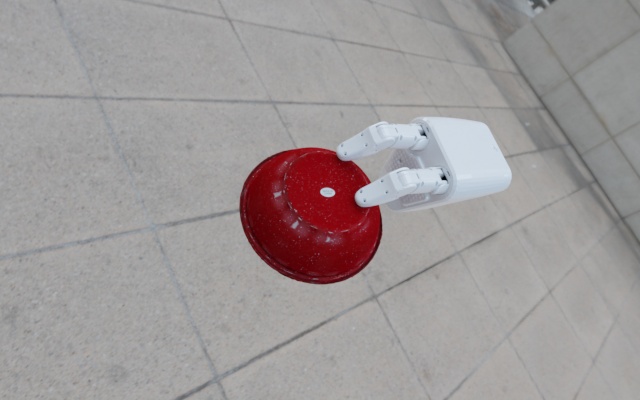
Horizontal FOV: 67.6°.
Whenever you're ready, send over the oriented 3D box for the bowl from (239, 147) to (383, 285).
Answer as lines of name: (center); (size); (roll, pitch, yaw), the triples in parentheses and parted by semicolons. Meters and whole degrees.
bowl: (-0.001, 0.002, 0.494); (0.162, 0.162, 0.055); (0, -27, -19)
